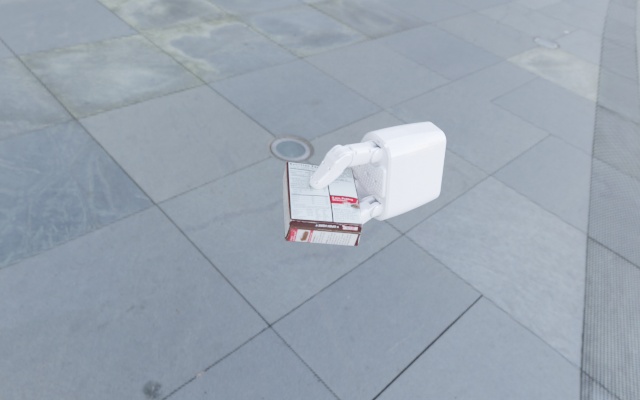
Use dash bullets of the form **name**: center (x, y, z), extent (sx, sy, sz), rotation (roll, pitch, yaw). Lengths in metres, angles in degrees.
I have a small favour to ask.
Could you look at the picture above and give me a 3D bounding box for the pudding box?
- **pudding box**: center (0.000, 0.002, 0.591), extent (0.090, 0.039, 0.113), rotation (5, 40, -10)
